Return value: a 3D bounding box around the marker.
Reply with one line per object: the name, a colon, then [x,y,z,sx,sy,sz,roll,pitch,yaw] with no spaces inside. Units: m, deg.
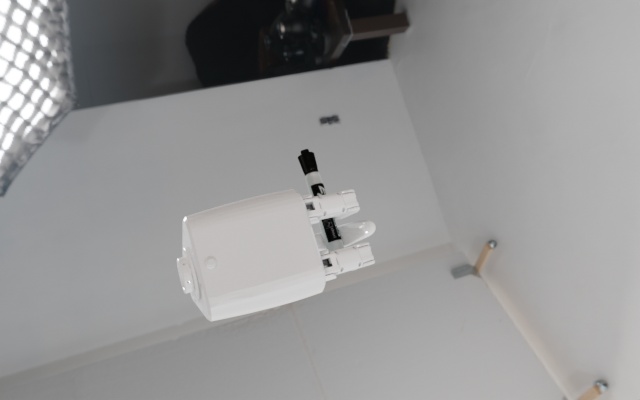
marker: [0.000,0.002,0.511,0.020,0.121,0.020,-17,-10,-3]
